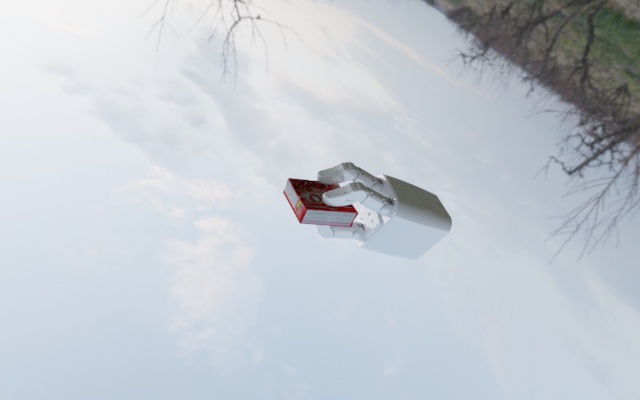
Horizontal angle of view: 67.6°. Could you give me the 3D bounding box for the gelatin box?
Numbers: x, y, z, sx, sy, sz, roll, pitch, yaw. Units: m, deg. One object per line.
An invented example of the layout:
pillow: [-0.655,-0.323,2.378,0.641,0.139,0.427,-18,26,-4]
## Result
gelatin box: [0.000,0.003,0.682,0.089,0.030,0.073,5,35,-31]
